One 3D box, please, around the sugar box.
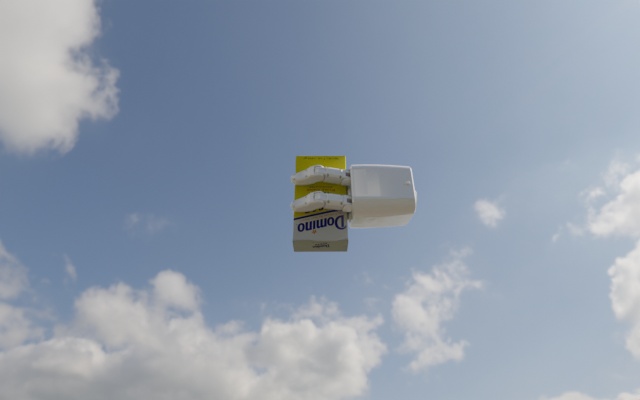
[{"bbox_3d":[0.000,0.002,0.831,0.093,0.176,0.048,-1,-35,0],"label":"sugar box"}]
